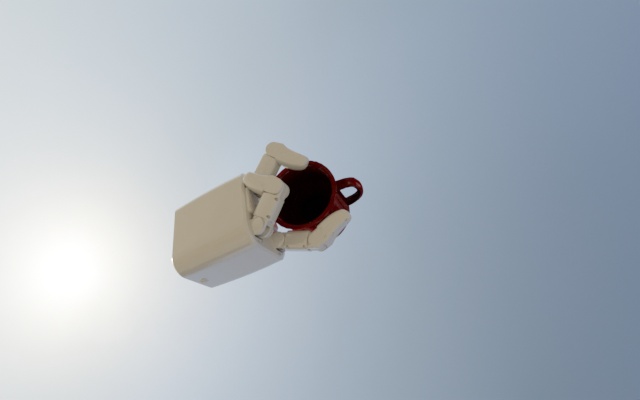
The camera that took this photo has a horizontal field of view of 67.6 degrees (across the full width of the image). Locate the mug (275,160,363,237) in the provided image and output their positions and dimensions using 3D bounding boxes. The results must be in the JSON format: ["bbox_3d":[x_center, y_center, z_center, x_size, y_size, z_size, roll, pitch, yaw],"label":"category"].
[{"bbox_3d":[0.001,0.001,0.621,0.117,0.093,0.081,-24,-29,11],"label":"mug"}]
